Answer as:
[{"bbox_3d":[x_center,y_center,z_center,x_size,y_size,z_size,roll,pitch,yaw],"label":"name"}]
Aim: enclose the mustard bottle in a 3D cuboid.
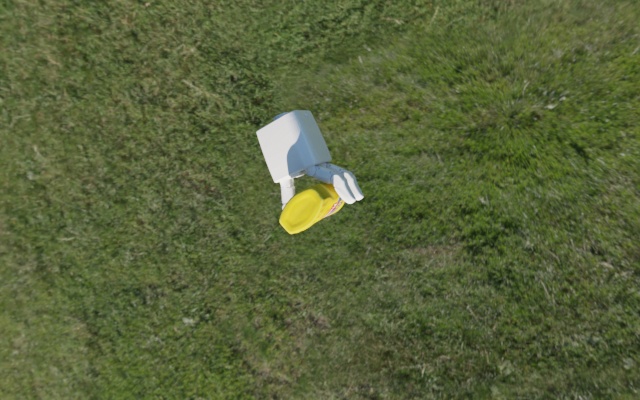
[{"bbox_3d":[0.000,0.003,0.892,0.096,0.058,0.191,-47,-9,22],"label":"mustard bottle"}]
